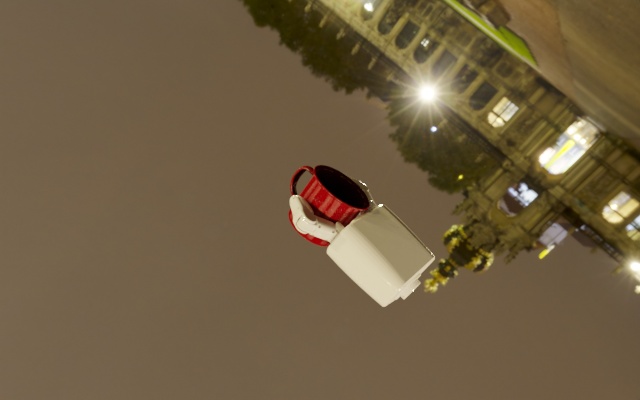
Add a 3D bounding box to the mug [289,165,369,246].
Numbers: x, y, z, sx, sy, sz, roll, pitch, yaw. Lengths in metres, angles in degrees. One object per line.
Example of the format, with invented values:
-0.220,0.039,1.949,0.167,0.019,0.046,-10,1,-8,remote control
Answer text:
-0.001,0.001,0.677,0.117,0.081,0.093,45,25,18,mug
